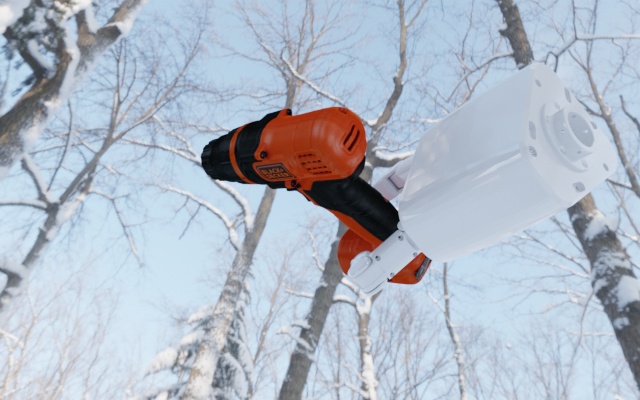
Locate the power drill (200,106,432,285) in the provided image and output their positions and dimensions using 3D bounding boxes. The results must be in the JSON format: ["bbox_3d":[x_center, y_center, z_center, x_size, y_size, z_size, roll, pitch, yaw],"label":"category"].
[{"bbox_3d":[0.001,0.002,0.416,0.184,0.057,0.188,0,-35,49],"label":"power drill"}]
